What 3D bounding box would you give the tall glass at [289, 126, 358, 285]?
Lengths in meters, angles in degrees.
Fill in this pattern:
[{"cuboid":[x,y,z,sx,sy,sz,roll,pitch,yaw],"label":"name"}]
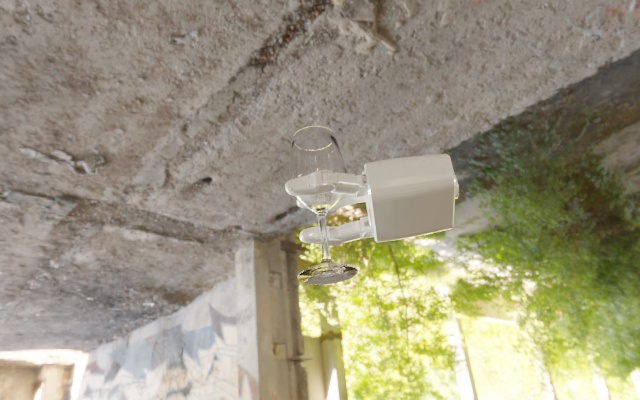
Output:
[{"cuboid":[0.000,0.003,0.623,0.079,0.201,0.079,-5,-26,-3],"label":"tall glass"}]
